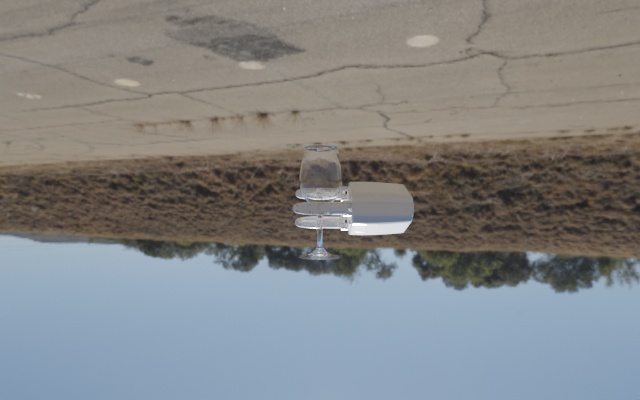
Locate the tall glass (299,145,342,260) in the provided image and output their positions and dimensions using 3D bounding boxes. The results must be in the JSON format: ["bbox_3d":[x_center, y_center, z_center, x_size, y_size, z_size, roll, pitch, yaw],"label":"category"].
[{"bbox_3d":[0.000,0.004,0.861,0.079,0.201,0.079,0,0,0],"label":"tall glass"}]
